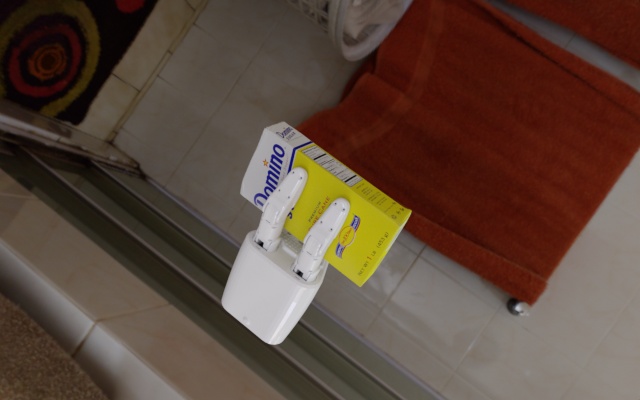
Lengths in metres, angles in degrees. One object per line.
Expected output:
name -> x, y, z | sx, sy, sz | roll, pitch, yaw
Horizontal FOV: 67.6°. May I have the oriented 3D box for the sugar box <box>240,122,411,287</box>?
sugar box -> 0.000, 0.002, 0.515 | 0.176, 0.093, 0.048 | 35, 32, 12
